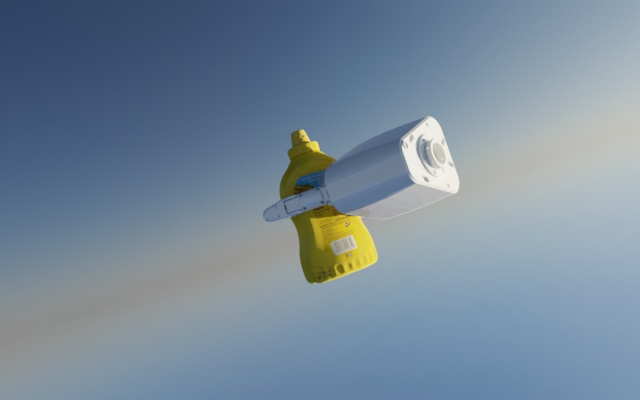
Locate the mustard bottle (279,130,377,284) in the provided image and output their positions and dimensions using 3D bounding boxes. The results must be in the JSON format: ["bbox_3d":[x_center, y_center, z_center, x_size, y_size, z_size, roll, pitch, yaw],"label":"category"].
[{"bbox_3d":[0.000,0.002,0.608,0.096,0.191,0.058,-17,-4,-24],"label":"mustard bottle"}]
